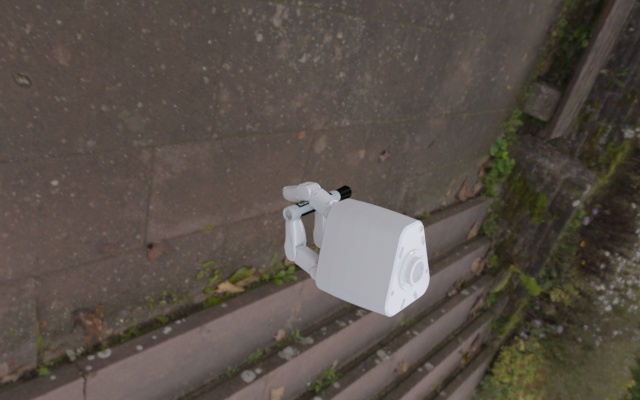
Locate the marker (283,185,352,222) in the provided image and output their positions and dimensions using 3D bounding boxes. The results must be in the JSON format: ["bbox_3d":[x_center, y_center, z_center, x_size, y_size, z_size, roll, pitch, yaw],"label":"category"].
[{"bbox_3d":[0.000,0.002,0.636,0.020,0.020,0.121,0,15,45],"label":"marker"}]
